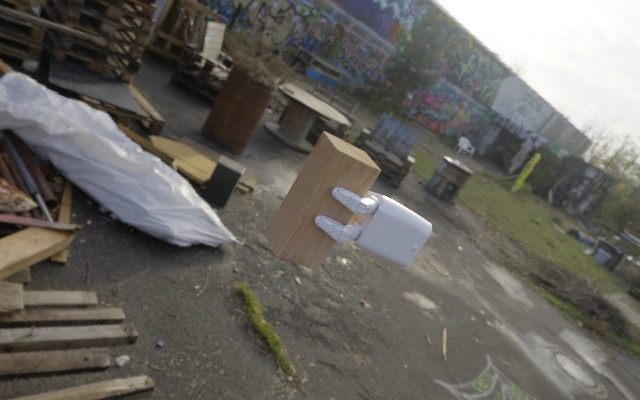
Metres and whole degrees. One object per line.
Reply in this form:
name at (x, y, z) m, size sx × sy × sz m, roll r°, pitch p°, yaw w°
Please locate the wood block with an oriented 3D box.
wood block at (0.000, 0.003, 0.808) m, size 0.090 × 0.206 × 0.090 m, roll 23°, pitch 19°, yaw -24°
